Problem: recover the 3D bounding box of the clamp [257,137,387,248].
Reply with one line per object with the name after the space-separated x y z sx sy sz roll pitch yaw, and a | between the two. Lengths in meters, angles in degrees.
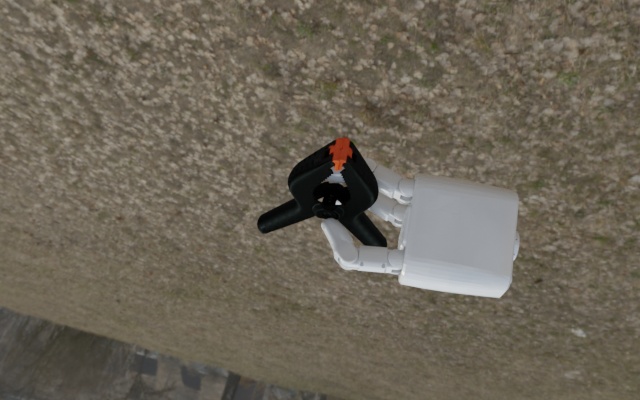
0.000 0.002 0.527 0.164 0.036 0.210 7 -29 5 | clamp
